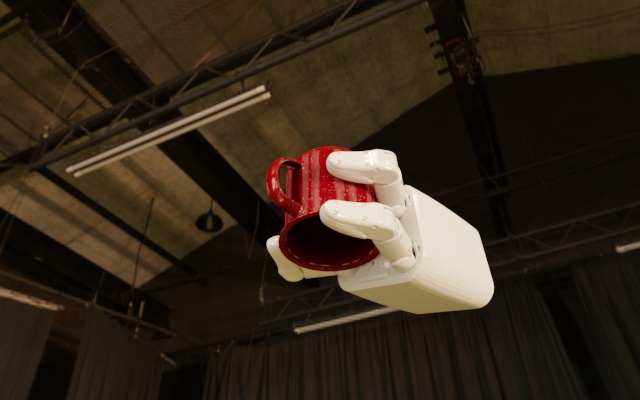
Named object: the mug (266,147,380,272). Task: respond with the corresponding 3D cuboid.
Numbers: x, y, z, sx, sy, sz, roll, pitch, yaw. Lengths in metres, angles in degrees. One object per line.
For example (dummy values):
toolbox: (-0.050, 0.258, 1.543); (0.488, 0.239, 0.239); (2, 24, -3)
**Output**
mug: (-0.001, 0.001, 0.428); (0.117, 0.081, 0.093); (27, -48, -31)
